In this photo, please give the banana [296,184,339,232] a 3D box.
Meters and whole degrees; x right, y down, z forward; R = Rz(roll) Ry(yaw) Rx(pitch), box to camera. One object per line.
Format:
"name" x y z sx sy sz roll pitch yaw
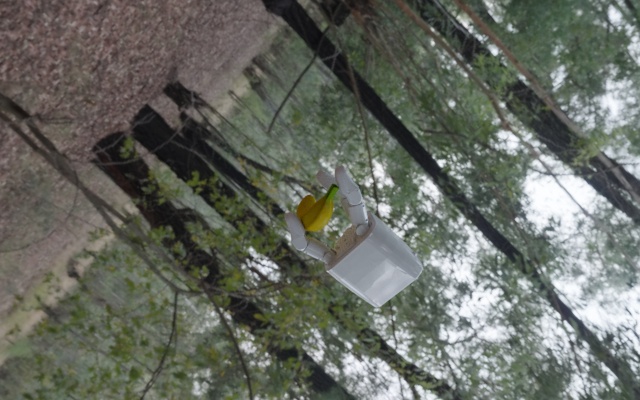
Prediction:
"banana" -0.010 0.017 0.760 0.037 0.069 0.198 37 -11 -10
